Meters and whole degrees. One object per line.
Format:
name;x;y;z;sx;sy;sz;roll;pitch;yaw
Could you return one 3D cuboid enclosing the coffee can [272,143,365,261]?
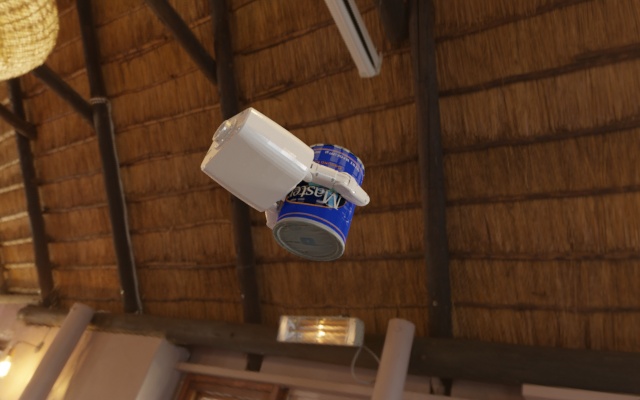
coffee can;0.000;0.002;0.697;0.103;0.140;0.103;12;-33;8
